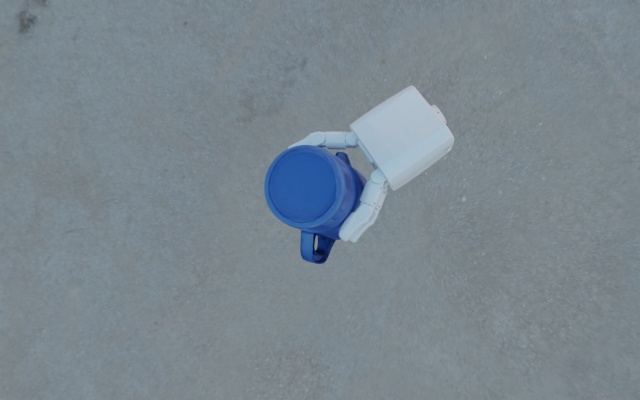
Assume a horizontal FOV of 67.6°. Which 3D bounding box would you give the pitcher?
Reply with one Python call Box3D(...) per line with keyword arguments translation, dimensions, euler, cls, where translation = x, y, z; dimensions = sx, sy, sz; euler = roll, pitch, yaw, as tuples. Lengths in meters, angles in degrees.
Box3D(translation=(0.000, 0.002, 0.712), dimensions=(0.145, 0.149, 0.243), euler=(-33, -10, 7), cls="pitcher")
